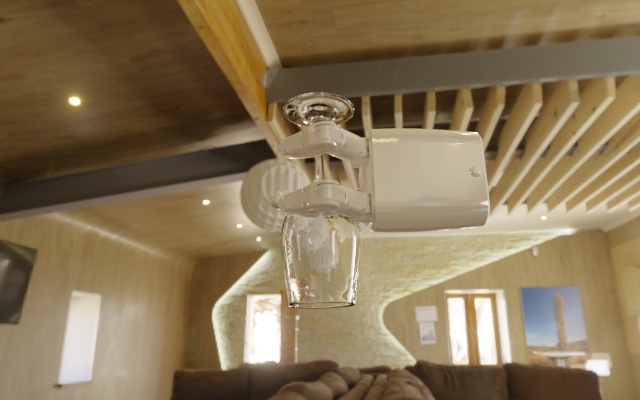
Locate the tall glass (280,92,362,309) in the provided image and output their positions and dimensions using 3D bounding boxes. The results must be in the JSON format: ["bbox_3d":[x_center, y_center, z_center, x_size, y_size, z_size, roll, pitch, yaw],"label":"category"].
[{"bbox_3d":[0.000,0.001,0.467,0.079,0.201,0.079,-1,-17,0],"label":"tall glass"}]
